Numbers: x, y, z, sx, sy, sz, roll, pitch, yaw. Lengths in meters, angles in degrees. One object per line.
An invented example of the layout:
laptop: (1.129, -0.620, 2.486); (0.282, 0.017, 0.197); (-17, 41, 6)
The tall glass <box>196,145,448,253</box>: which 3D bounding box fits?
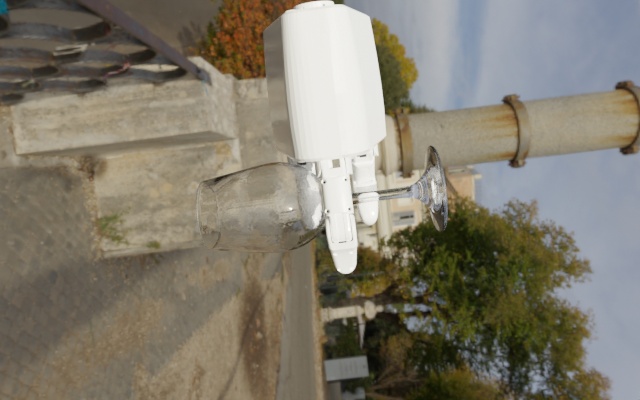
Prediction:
tall glass: (0.001, 0.001, 0.411); (0.201, 0.079, 0.079); (-7, 0, 2)
